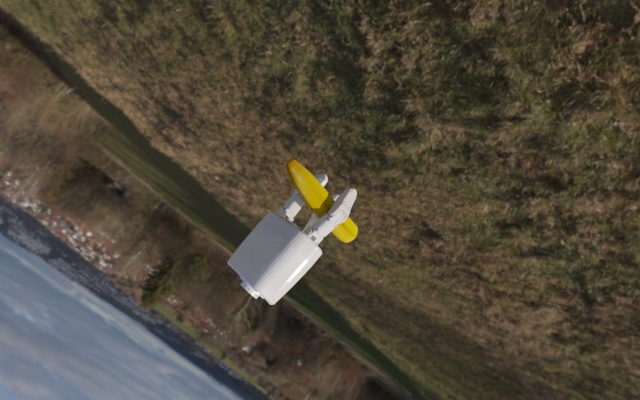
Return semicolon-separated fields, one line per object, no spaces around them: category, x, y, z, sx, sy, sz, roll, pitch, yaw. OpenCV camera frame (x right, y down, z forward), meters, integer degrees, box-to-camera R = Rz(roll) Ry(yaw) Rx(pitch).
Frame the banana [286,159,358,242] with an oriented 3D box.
banana;0.010;0.014;0.734;0.198;0.037;0.069;48;1;-44
